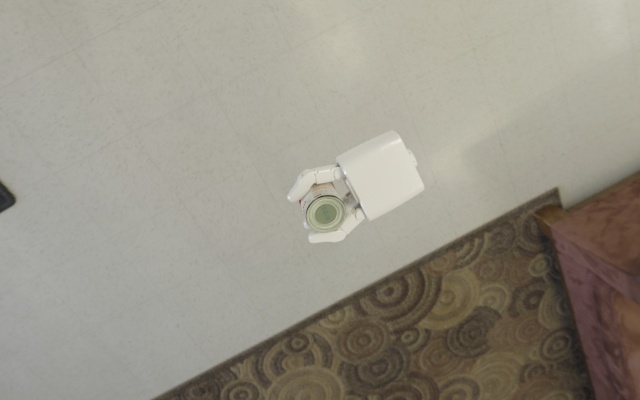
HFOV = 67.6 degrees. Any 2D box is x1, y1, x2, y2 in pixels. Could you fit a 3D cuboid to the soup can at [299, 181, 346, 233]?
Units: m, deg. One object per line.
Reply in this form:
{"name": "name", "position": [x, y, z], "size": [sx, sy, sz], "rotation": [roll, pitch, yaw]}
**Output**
{"name": "soup can", "position": [0.000, 0.003, 0.794], "size": [0.068, 0.068, 0.102], "rotation": [0, 24, -12]}
